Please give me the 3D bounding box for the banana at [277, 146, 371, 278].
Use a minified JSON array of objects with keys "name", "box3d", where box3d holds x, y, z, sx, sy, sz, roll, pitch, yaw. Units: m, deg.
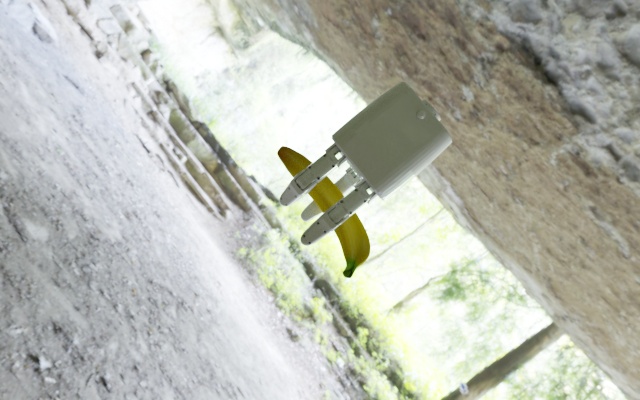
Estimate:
[{"name":"banana","box3d":[0.011,0.007,0.600,0.037,0.197,0.069,-41,-27,19]}]
